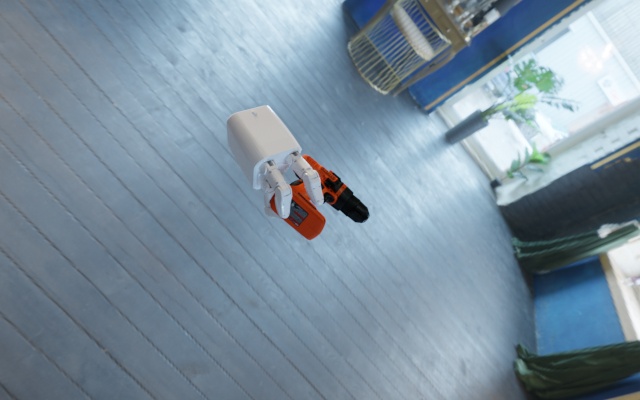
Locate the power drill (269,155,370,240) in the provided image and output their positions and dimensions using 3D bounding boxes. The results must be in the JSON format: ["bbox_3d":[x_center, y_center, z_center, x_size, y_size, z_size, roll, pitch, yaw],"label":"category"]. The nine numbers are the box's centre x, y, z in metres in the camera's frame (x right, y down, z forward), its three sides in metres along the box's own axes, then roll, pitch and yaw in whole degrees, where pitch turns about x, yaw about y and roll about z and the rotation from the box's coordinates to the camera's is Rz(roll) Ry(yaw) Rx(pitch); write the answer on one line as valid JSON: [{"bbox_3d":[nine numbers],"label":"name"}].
[{"bbox_3d":[0.000,0.003,0.896,0.184,0.057,0.187,39,27,3],"label":"power drill"}]
